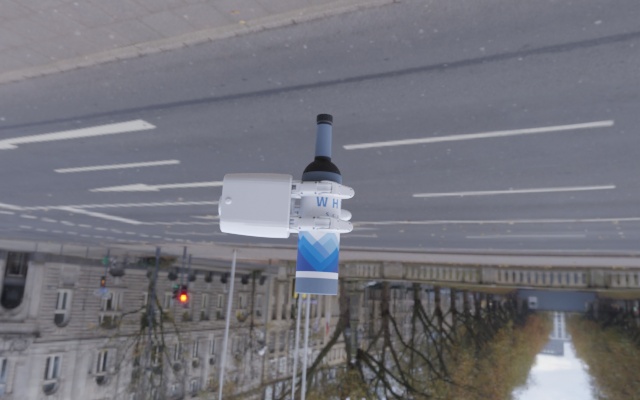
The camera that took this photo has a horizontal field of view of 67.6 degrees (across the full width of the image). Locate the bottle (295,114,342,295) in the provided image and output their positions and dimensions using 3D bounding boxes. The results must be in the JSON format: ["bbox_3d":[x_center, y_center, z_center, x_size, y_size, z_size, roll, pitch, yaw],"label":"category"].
[{"bbox_3d":[0.000,0.003,0.778,0.069,0.295,0.069,3,-11,1],"label":"bottle"}]
